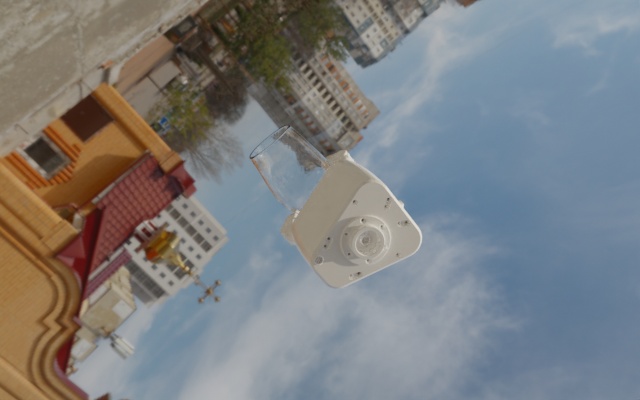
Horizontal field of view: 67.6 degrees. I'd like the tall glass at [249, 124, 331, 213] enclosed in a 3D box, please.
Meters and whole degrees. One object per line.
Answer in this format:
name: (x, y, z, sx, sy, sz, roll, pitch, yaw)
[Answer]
tall glass: (0.000, 0.002, 0.595, 0.079, 0.201, 0.079, -36, 18, 14)
